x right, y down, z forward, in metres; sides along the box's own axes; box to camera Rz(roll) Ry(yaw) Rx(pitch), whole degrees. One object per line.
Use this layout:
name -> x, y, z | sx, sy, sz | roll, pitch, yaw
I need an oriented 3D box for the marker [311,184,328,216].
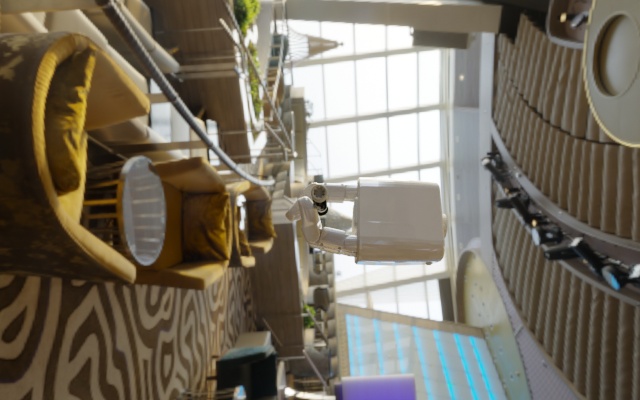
marker -> 0.000, 0.002, 0.596 | 0.020, 0.020, 0.121 | 0, -11, 1
